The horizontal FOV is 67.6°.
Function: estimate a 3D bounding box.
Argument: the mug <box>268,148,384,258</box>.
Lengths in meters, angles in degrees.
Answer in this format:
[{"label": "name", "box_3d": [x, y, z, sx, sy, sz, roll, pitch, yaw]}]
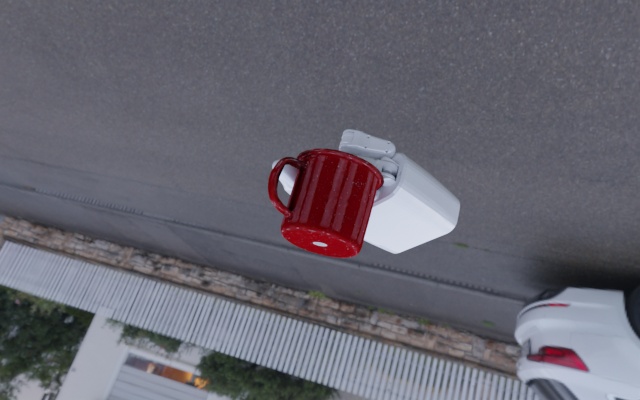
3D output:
[{"label": "mug", "box_3d": [-0.001, 0.001, 0.469, 0.117, 0.081, 0.093, 29, -24, -30]}]
